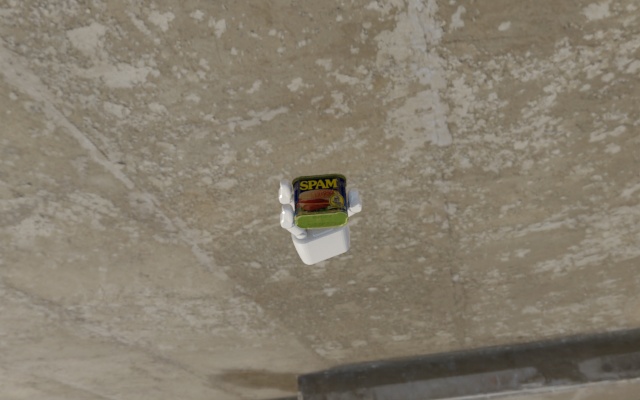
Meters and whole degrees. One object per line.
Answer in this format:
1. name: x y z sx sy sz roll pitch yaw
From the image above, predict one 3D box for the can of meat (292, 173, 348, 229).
1. can of meat: 0.000 0.003 0.875 0.102 0.084 0.057 -4 -33 2
